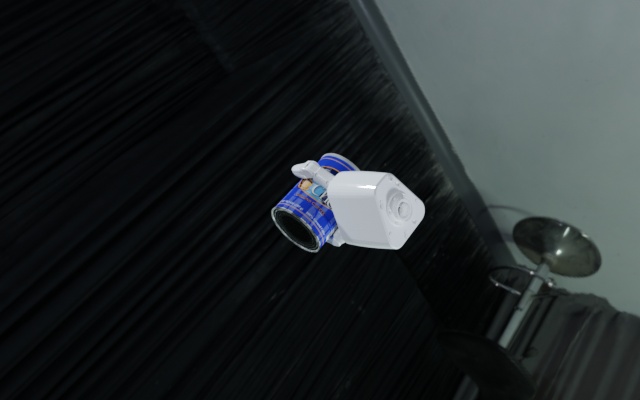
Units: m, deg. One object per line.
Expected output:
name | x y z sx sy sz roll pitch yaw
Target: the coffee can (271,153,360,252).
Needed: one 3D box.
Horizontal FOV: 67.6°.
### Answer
coffee can | 0.000 0.003 0.812 0.140 0.103 0.103 -48 25 -25
